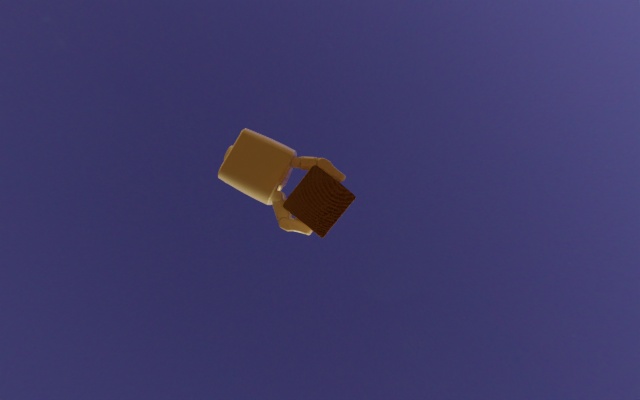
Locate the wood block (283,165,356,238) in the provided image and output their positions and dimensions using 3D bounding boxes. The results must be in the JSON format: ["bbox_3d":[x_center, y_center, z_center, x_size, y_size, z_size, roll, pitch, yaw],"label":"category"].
[{"bbox_3d":[0.000,0.002,0.880,0.090,0.091,0.206,38,1,1],"label":"wood block"}]
